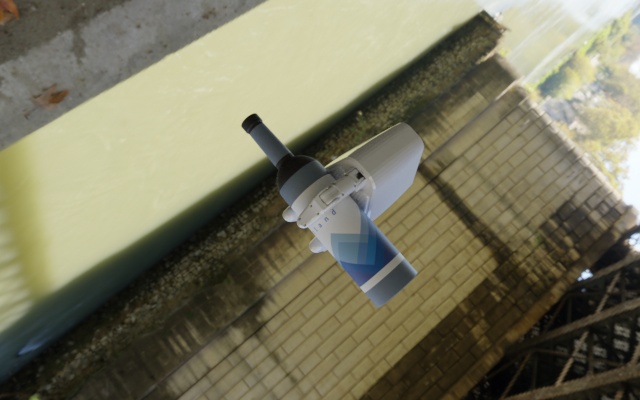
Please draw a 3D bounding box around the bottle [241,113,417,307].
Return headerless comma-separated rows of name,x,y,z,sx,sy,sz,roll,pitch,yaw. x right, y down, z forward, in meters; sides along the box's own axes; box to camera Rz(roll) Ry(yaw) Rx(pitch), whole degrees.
bottle,0.000,0.002,0.615,0.069,0.295,0.069,-40,-9,-7
